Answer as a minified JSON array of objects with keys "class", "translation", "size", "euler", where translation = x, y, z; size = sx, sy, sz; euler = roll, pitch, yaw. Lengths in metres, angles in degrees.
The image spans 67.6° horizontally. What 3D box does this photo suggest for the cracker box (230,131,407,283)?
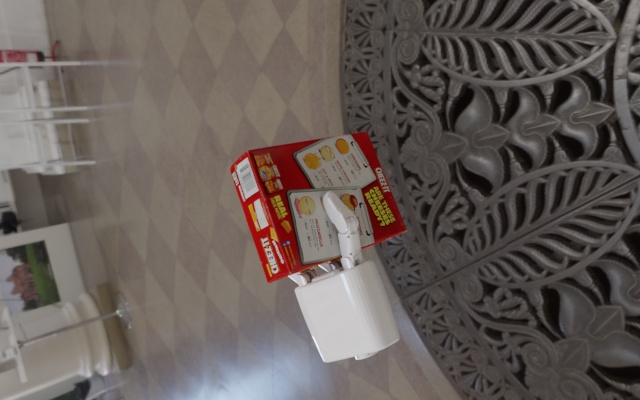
[{"class":"cracker box","translation":[0.000,0.002,0.663],"size":[0.213,0.164,0.072],"euler":[-15,-9,-38]}]
